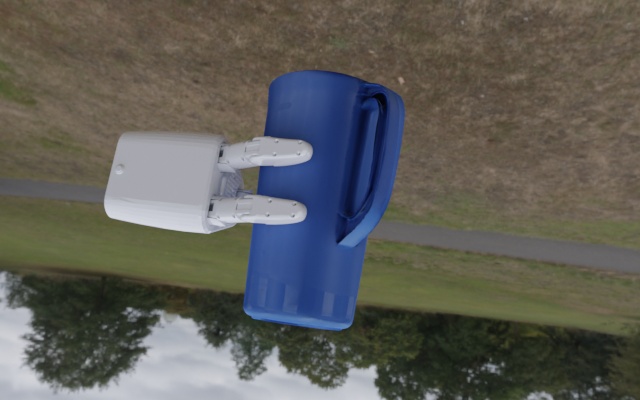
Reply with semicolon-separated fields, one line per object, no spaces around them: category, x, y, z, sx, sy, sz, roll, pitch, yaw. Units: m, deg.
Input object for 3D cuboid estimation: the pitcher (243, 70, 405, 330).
pitcher;0.000;0.002;0.480;0.145;0.242;0.149;6;-13;7
